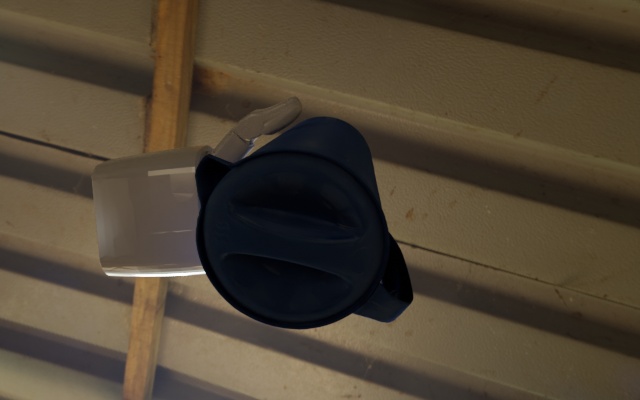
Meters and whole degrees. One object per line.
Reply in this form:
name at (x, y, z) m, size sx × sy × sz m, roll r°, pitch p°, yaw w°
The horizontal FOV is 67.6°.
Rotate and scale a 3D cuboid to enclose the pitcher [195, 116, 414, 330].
pitcher at (0.000, 0.001, 0.431) m, size 0.145 × 0.149 × 0.242 m, roll -6°, pitch 17°, yaw 9°
